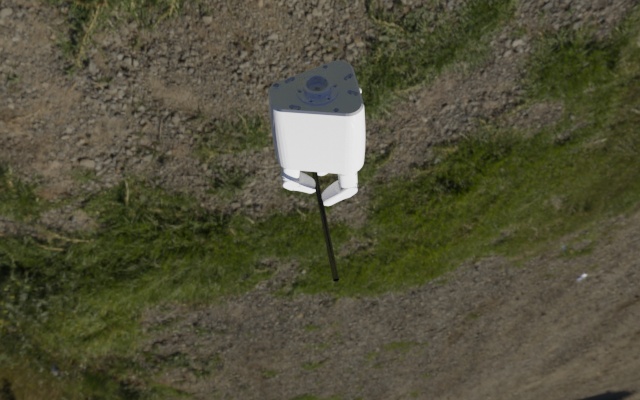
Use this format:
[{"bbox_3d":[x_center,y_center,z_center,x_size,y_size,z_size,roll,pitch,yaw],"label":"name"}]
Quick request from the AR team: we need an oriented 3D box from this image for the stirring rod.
[{"bbox_3d":[0.000,0.002,0.673,0.011,0.239,0.011,-8,-33,-5],"label":"stirring rod"}]
